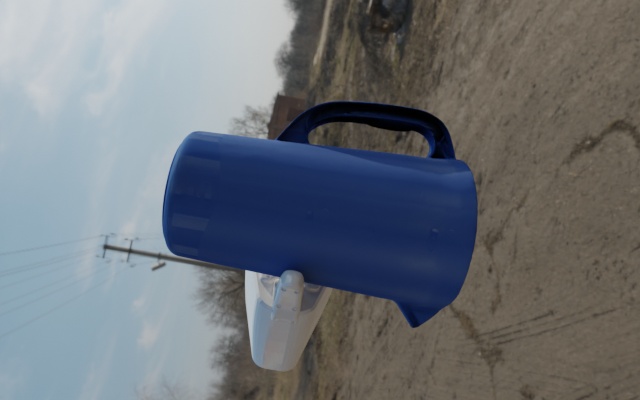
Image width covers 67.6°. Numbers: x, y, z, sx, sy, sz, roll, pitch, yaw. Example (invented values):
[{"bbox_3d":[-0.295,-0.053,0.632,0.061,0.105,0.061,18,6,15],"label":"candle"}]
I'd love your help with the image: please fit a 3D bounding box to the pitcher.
[{"bbox_3d":[0.000,0.002,0.415,0.243,0.145,0.149,10,40,-4],"label":"pitcher"}]
